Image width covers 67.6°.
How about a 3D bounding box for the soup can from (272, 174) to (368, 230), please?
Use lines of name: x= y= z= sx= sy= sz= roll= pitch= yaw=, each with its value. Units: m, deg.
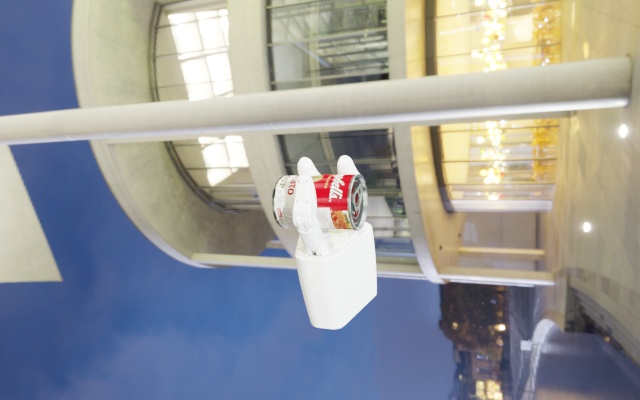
soup can: x=0.000 y=0.002 z=0.589 sx=0.102 sy=0.068 sz=0.068 roll=0 pitch=0 yaw=23
